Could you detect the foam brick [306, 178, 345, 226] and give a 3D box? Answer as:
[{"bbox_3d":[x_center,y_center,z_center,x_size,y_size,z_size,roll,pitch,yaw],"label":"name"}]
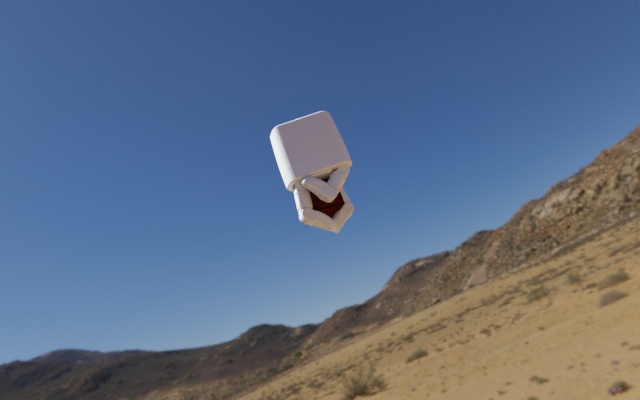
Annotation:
[{"bbox_3d":[0.000,0.003,0.823,0.053,0.051,0.078,-14,-18,-22],"label":"foam brick"}]
